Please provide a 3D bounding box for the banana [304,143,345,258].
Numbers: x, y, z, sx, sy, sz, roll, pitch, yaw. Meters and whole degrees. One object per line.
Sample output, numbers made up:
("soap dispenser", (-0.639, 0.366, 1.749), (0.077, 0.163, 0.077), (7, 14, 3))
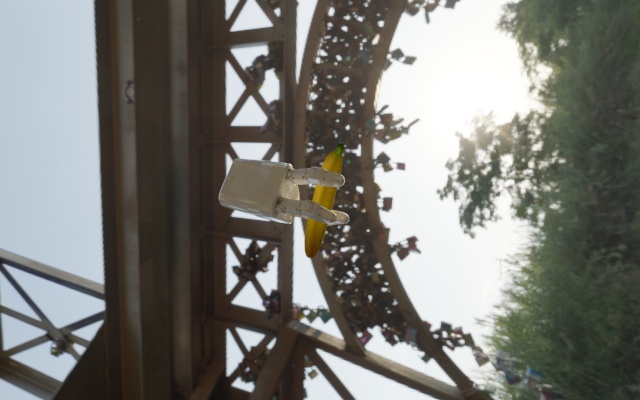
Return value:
("banana", (0.003, 0.000, 0.818), (0.037, 0.198, 0.069), (14, 0, 7))
